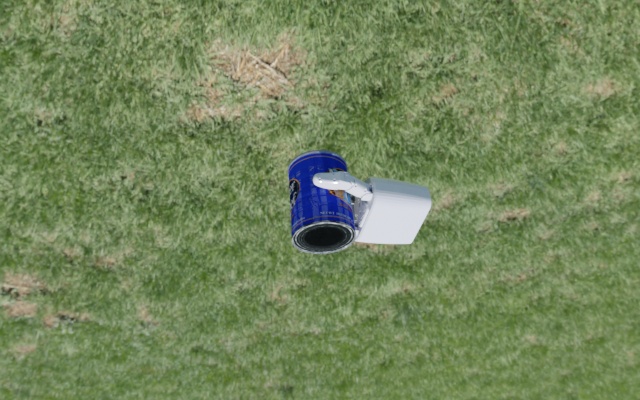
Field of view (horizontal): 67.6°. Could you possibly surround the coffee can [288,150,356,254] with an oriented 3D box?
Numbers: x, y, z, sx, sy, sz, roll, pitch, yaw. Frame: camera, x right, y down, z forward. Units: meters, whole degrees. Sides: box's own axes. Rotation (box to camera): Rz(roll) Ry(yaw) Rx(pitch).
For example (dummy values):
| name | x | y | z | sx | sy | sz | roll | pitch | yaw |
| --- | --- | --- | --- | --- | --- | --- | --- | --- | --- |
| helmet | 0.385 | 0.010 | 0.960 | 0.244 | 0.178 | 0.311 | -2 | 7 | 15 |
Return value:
| name | x | y | z | sx | sy | sz | roll | pitch | yaw |
| --- | --- | --- | --- | --- | --- | --- | --- | --- | --- |
| coffee can | 0.000 | 0.002 | 0.786 | 0.103 | 0.140 | 0.103 | -4 | -33 | -3 |
